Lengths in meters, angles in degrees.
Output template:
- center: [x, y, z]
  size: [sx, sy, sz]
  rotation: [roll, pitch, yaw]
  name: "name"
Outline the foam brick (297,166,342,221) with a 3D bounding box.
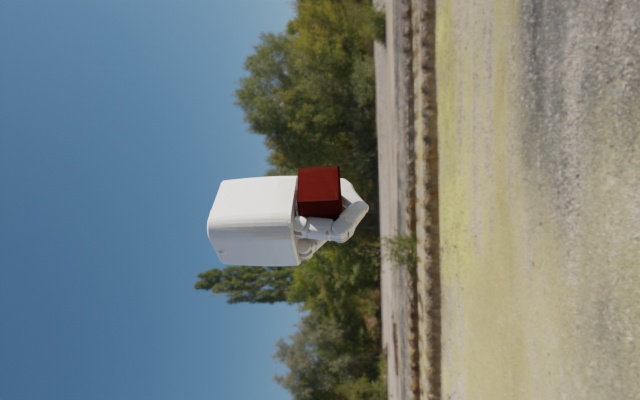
- center: [0.000, 0.002, 0.595]
  size: [0.051, 0.053, 0.078]
  rotation: [-1, -36, 4]
  name: "foam brick"
